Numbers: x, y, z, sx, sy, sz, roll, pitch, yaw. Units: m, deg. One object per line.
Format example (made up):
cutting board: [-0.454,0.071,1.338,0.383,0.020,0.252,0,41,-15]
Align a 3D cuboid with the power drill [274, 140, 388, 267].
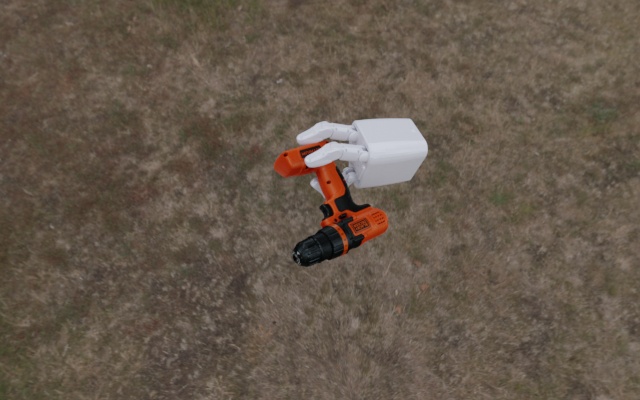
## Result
power drill: [0.000,0.002,0.771,0.184,0.187,0.057,-20,-16,-36]
